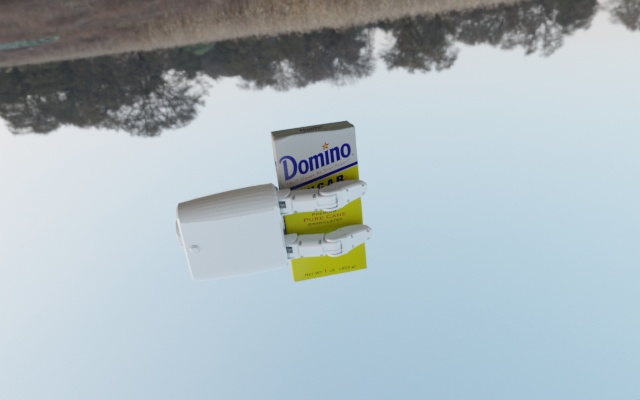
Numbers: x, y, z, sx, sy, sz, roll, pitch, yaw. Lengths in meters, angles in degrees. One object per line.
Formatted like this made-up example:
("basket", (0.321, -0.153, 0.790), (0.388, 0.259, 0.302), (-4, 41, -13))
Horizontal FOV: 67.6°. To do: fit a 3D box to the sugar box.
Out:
("sugar box", (0.000, 0.002, 0.557), (0.093, 0.176, 0.048), (-10, 22, -8))
